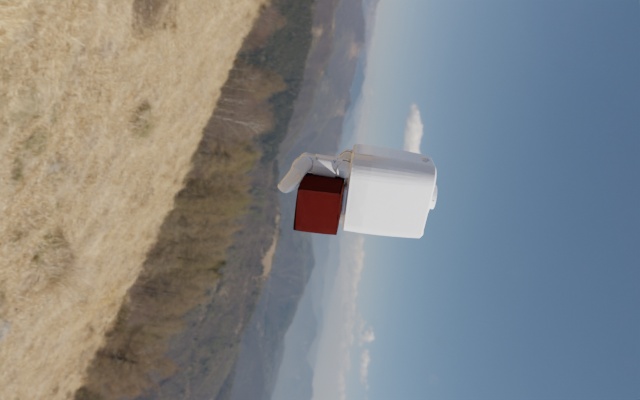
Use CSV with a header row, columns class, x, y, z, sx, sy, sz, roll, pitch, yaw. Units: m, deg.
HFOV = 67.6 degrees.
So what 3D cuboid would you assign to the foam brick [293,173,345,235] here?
class,x,y,z,sx,sy,sz,roll,pitch,yaw
foam brick,0.000,0.002,0.578,0.051,0.053,0.078,8,19,4
